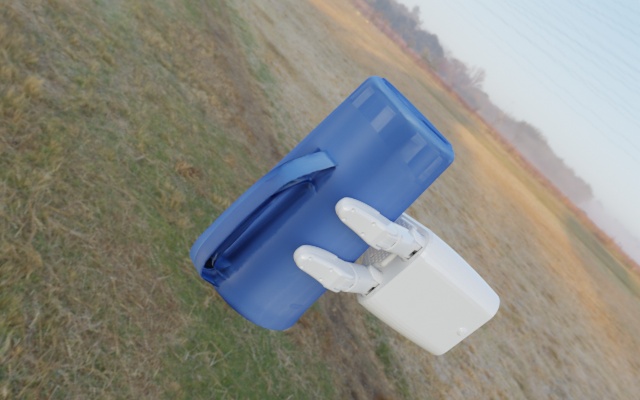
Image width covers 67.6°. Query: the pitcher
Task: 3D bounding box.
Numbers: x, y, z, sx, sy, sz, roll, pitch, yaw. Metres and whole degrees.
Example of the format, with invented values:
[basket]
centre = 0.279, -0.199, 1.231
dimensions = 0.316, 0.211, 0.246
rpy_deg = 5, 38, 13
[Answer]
[pitcher]
centre = 0.000, 0.002, 0.453
dimensions = 0.145, 0.243, 0.149
rpy_deg = 40, 18, -17
